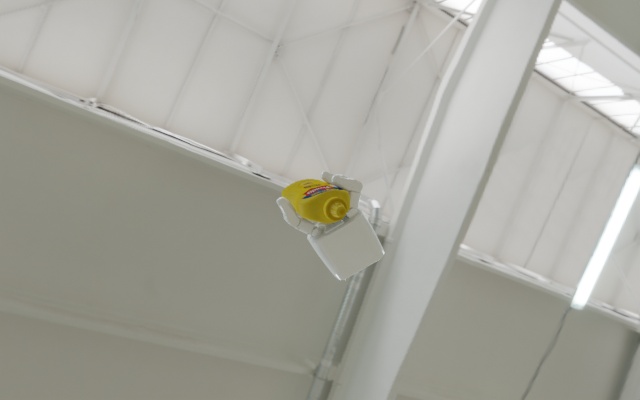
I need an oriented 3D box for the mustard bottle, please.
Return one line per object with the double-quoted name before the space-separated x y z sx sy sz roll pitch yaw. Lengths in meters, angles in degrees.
"mustard bottle" 0.000 0.002 0.873 0.096 0.058 0.191 -12 15 -19
